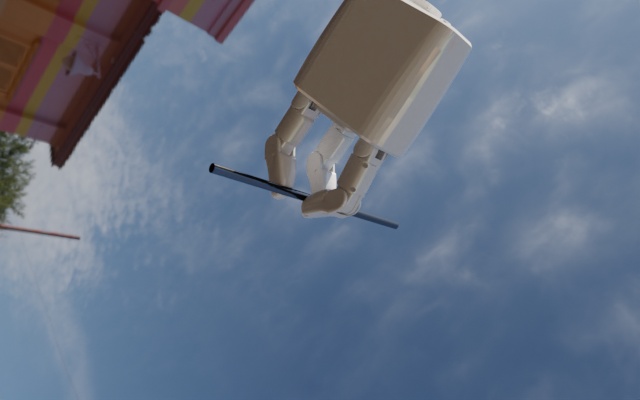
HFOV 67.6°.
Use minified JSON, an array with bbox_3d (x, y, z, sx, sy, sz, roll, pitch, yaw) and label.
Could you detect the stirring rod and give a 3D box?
[{"bbox_3d":[0.000,0.001,0.449,0.011,0.011,0.239,0,-13,45],"label":"stirring rod"}]
